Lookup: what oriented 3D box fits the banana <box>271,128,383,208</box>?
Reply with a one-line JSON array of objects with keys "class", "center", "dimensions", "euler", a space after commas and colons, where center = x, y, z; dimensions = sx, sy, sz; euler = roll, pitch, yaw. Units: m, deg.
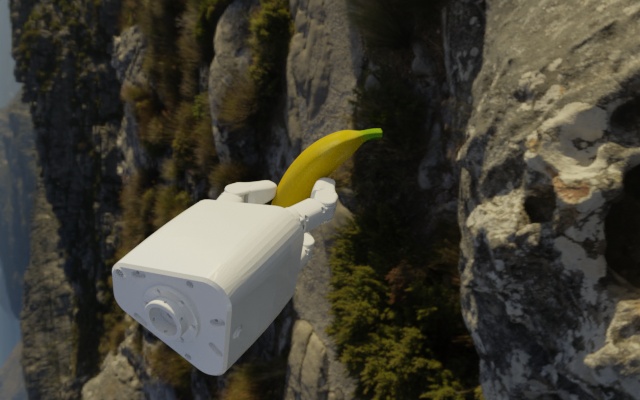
[{"class": "banana", "center": [-0.014, -0.007, 0.511], "dimensions": [0.069, 0.037, 0.198], "euler": [21, -54, -25]}]
